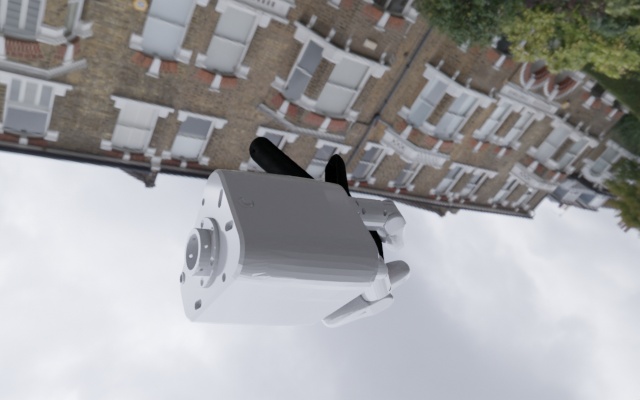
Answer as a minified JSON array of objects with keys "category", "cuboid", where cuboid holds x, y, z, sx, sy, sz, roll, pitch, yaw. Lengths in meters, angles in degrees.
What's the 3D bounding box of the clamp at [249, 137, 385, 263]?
[{"category":"clamp","cuboid":[0.000,0.002,0.450,0.120,0.039,0.171,8,37,-33]}]
